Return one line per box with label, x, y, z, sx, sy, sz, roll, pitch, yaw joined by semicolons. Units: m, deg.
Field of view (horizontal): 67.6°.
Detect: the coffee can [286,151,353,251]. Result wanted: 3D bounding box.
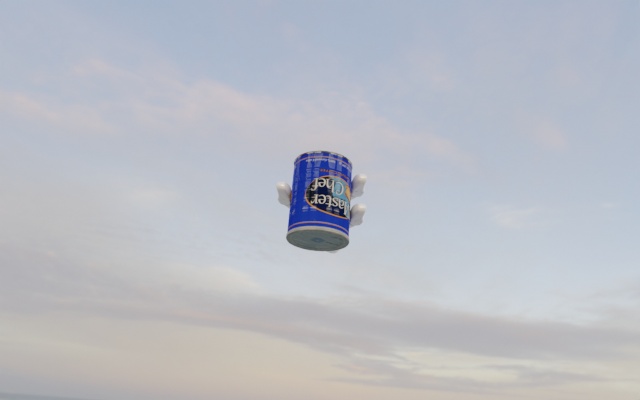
coffee can;0.000;0.003;0.798;0.103;0.140;0.103;4;-24;2
